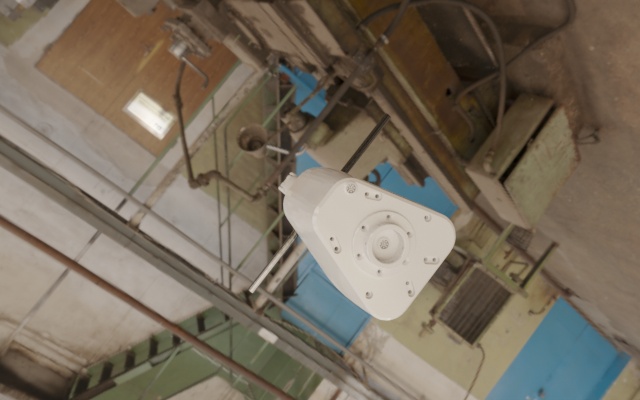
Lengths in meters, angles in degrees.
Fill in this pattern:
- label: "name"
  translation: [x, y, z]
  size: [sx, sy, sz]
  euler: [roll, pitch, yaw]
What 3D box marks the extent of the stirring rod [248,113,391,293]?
- label: "stirring rod"
  translation: [0.000, 0.002, 0.514]
  size: [0.011, 0.239, 0.011]
  euler: [38, -4, 3]
